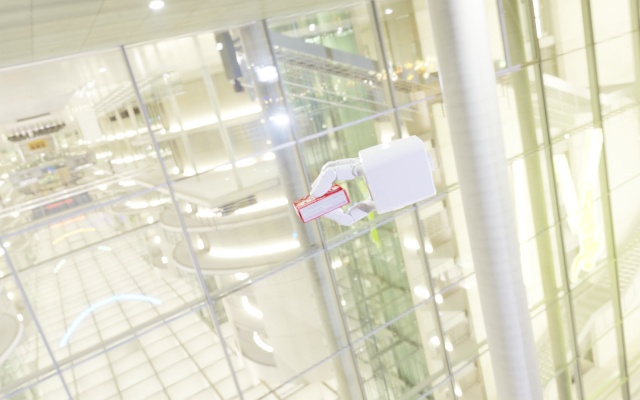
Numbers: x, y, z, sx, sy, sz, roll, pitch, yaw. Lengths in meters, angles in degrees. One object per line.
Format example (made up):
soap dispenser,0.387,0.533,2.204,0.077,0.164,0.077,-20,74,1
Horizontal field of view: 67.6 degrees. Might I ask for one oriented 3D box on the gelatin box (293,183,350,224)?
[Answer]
gelatin box,0.000,0.003,0.830,0.089,0.030,0.073,-25,13,-5
